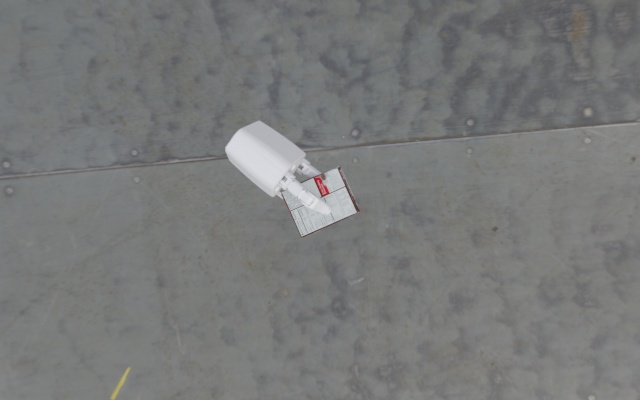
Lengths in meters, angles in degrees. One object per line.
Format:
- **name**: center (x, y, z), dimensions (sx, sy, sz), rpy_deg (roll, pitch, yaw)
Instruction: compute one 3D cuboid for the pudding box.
- **pudding box**: center (0.000, 0.003, 0.827), dimensions (0.113, 0.090, 0.039), rpy_deg (-24, 0, 9)
